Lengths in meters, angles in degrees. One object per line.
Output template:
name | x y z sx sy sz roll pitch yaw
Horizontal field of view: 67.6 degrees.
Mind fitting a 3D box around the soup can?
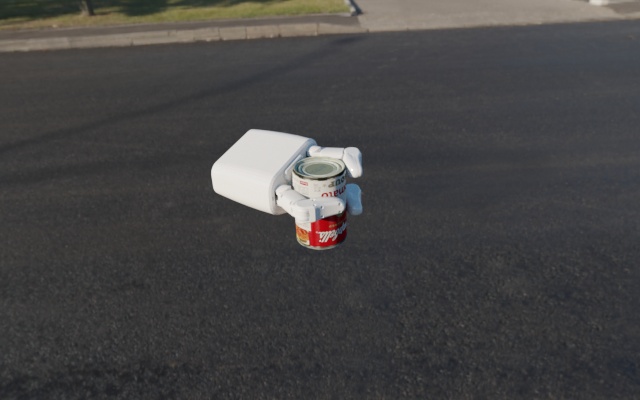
soup can | 0.000 0.002 0.614 0.068 0.102 0.068 -2 29 1
